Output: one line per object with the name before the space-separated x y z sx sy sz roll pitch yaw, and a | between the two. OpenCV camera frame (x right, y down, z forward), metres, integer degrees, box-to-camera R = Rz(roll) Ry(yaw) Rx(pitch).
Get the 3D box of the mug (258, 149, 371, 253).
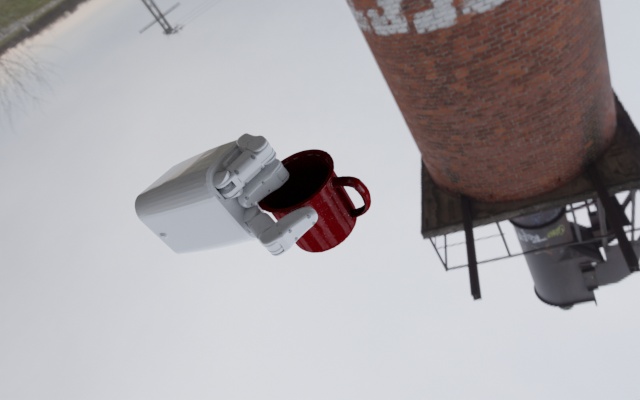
mug | 0.001 0.002 0.524 0.117 0.093 0.081 -11 -47 26
